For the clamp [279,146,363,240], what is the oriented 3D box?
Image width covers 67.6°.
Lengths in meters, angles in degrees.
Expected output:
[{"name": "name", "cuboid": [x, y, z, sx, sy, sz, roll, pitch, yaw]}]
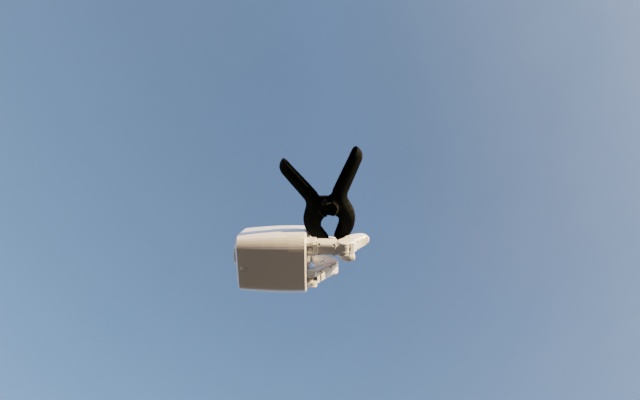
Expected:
[{"name": "clamp", "cuboid": [0.000, 0.002, 0.716, 0.120, 0.171, 0.039, 1, 21, 0]}]
